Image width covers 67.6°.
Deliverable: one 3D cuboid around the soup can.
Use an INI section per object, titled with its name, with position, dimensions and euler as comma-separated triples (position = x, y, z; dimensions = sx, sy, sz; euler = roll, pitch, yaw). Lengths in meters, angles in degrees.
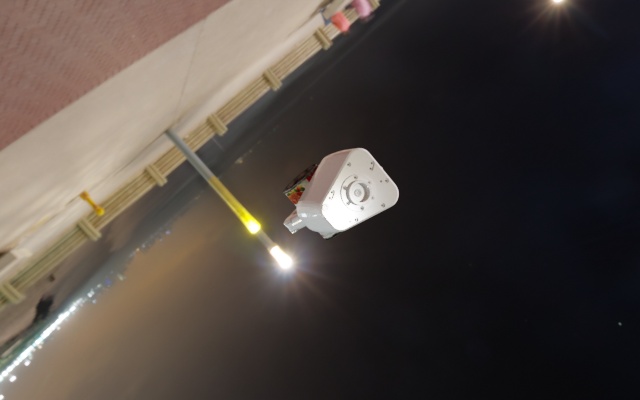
[soup can]
position = 0.000, 0.003, 0.746
dimensions = 0.068, 0.102, 0.068
euler = -39, 11, 9
